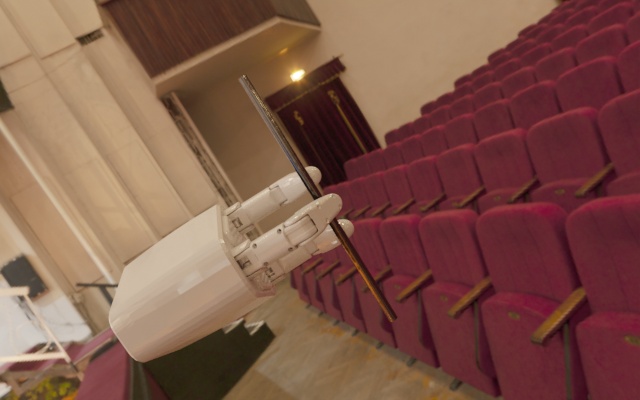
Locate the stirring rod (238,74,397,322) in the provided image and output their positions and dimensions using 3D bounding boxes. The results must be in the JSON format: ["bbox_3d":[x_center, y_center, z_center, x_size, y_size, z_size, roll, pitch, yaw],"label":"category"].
[{"bbox_3d":[0.000,0.001,0.401,0.011,0.239,0.011,-32,6,4],"label":"stirring rod"}]
